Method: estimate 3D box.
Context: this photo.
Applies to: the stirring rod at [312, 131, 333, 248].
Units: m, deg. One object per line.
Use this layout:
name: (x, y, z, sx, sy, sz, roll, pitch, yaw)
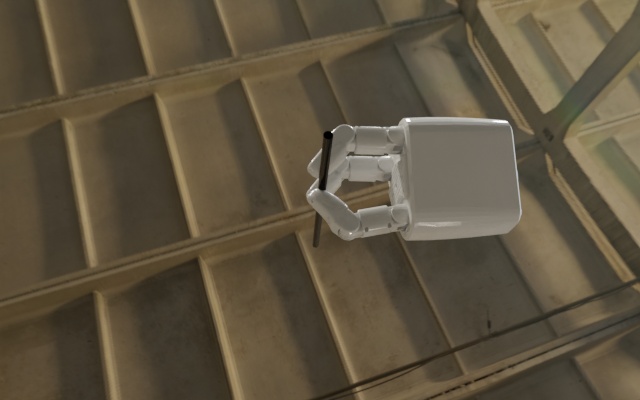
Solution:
stirring rod: (0.000, 0.002, 0.487, 0.011, 0.011, 0.240, 0, -26, -3)
